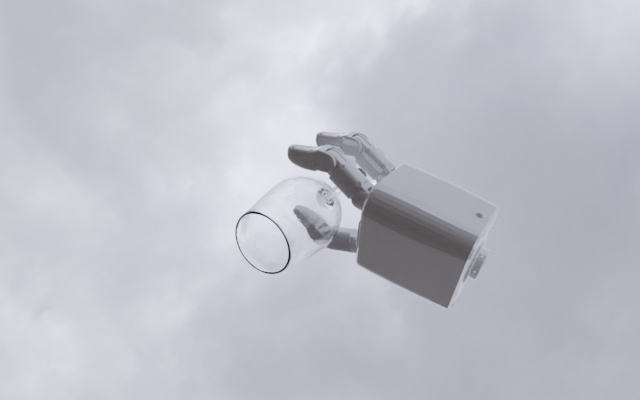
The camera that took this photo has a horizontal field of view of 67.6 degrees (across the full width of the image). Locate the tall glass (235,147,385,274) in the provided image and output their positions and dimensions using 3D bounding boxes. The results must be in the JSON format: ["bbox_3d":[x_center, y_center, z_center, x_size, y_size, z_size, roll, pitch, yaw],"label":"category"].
[{"bbox_3d":[0.000,0.001,0.498,0.079,0.079,0.201,0,22,35],"label":"tall glass"}]
